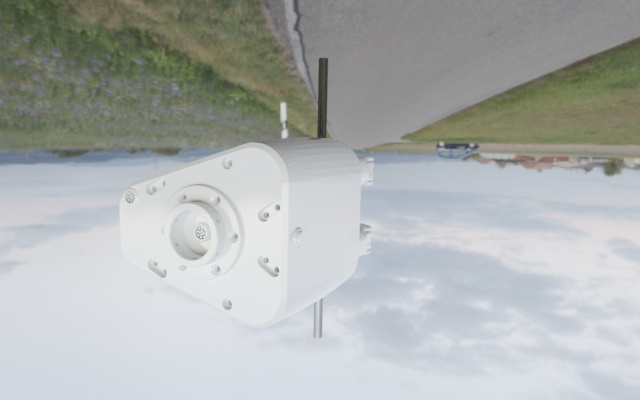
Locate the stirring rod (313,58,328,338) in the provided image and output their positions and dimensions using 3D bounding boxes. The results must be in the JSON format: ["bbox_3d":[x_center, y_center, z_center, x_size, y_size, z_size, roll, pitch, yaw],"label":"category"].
[{"bbox_3d":[0.000,0.001,0.411,0.011,0.239,0.011,1,6,0],"label":"stirring rod"}]
